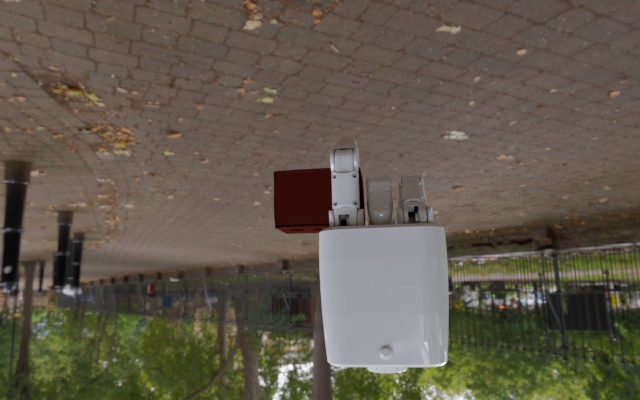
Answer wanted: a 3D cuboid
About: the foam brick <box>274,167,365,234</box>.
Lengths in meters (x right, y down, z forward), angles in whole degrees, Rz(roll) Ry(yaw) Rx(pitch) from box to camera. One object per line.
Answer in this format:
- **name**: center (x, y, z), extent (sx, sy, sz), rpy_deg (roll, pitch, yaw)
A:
- **foam brick**: center (0.000, 0.001, 0.429), extent (0.078, 0.051, 0.053), rpy_deg (-3, -9, 8)
